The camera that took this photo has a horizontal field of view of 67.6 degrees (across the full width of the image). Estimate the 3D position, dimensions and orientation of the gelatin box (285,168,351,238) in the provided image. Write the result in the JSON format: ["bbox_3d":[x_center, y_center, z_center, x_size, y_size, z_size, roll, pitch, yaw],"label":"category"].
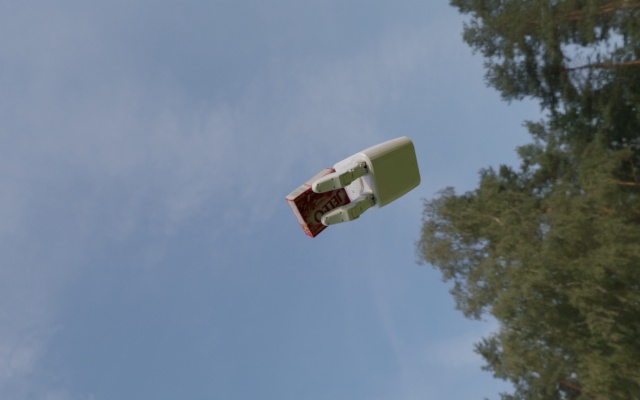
[{"bbox_3d":[0.000,0.003,0.745,0.089,0.073,0.030,-37,25,-22],"label":"gelatin box"}]
